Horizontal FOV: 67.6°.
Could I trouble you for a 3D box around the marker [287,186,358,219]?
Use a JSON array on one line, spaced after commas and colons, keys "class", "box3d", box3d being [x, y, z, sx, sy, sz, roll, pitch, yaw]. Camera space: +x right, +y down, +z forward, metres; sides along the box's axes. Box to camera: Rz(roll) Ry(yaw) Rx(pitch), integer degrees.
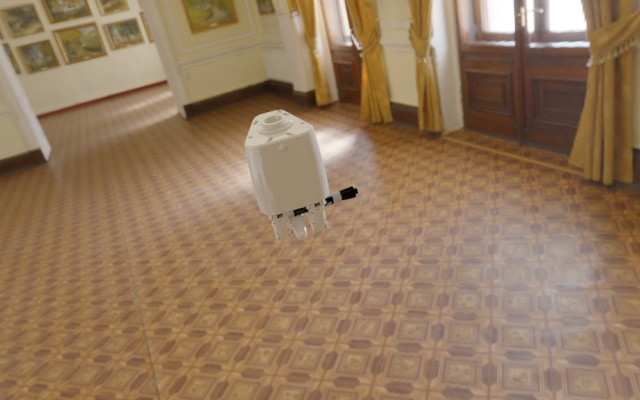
[{"class": "marker", "box3d": [0.000, 0.002, 0.732, 0.121, 0.020, 0.020, -17, 2, -8]}]
